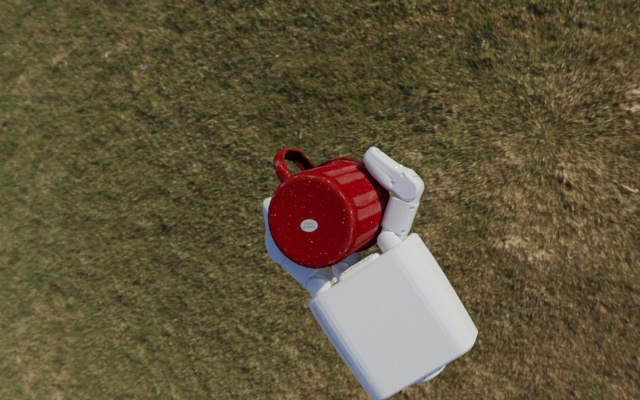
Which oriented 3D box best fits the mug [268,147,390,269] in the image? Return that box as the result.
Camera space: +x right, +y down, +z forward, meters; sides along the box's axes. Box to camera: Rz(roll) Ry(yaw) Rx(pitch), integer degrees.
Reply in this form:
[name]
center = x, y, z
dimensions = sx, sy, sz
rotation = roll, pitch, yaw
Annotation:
[mug]
center = -0.001, 0.000, 0.420
dimensions = 0.093, 0.117, 0.081
rotation = -37, -7, 25
